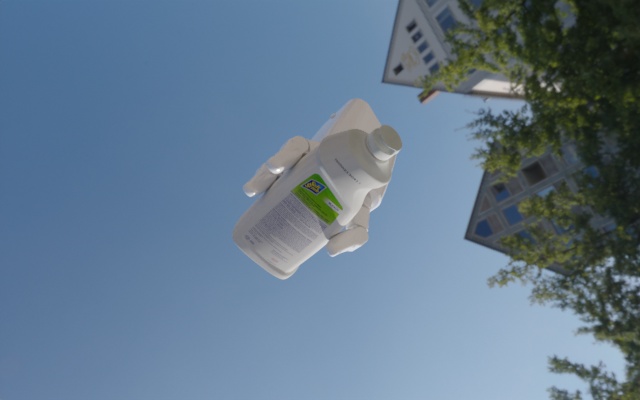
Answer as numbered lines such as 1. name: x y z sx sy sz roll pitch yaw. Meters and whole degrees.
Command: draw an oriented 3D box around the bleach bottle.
1. bleach bottle: 0.000 0.002 0.535 0.102 0.068 0.251 39 -45 -14
